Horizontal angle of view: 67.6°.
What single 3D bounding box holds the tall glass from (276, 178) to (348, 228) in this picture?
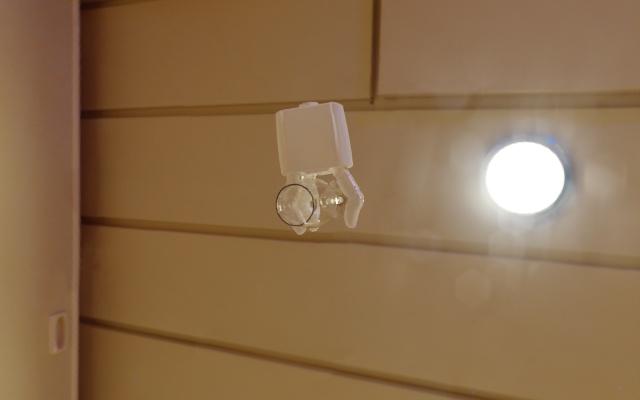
[{"bbox_3d":[0.000,0.003,0.776,0.079,0.079,0.201,0,3,22],"label":"tall glass"}]
